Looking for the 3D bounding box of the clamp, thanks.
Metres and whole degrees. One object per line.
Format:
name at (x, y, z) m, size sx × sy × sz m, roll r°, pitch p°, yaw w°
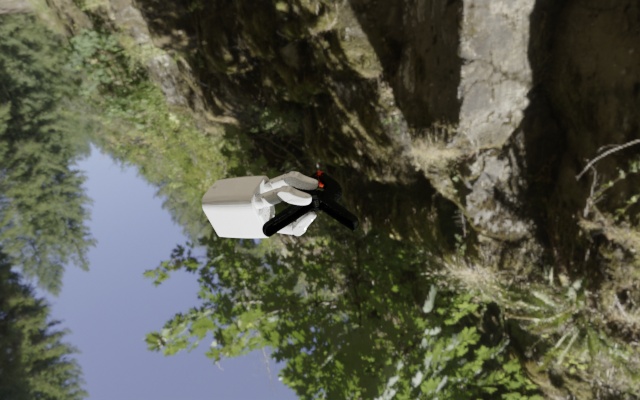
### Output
clamp at (0.000, 0.003, 0.874) m, size 0.164 × 0.036 × 0.210 m, roll -1°, pitch 29°, yaw 15°
